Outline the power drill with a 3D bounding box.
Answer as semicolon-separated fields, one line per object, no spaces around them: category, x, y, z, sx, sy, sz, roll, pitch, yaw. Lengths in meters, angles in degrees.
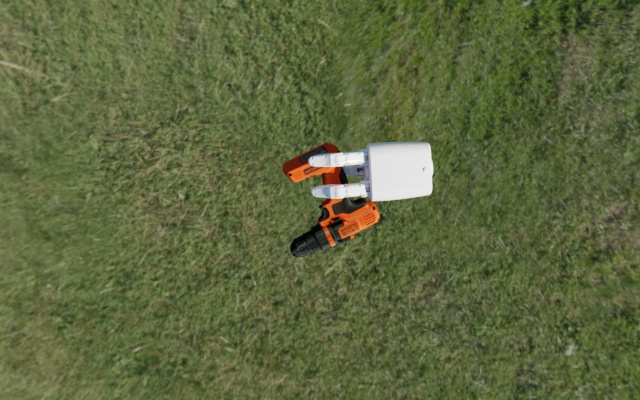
power drill;0.000;0.002;0.882;0.184;0.188;0.057;-27;29;-4
